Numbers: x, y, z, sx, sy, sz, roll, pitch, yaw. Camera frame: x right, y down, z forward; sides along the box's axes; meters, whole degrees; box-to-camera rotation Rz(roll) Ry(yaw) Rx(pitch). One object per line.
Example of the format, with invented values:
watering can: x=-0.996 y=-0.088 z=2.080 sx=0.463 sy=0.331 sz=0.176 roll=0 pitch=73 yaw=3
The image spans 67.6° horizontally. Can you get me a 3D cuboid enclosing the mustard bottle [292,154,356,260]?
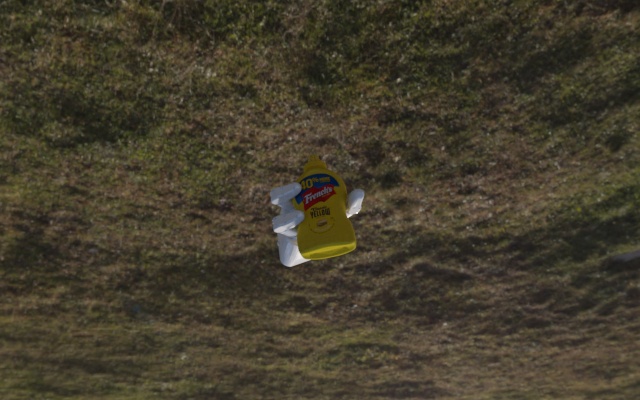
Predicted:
mustard bottle: x=0.000 y=0.003 z=0.830 sx=0.096 sy=0.191 sz=0.058 roll=-13 pitch=-30 yaw=7
